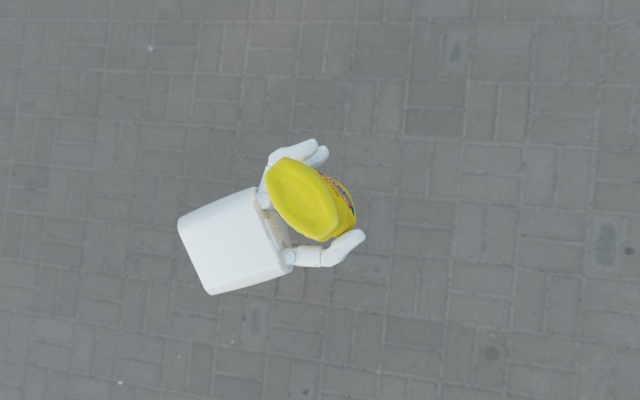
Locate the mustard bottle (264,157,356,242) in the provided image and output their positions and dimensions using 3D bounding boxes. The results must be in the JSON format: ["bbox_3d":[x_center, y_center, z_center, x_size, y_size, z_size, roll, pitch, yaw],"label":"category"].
[{"bbox_3d":[0.000,0.002,0.578,0.058,0.096,0.191,-44,-11,7],"label":"mustard bottle"}]
